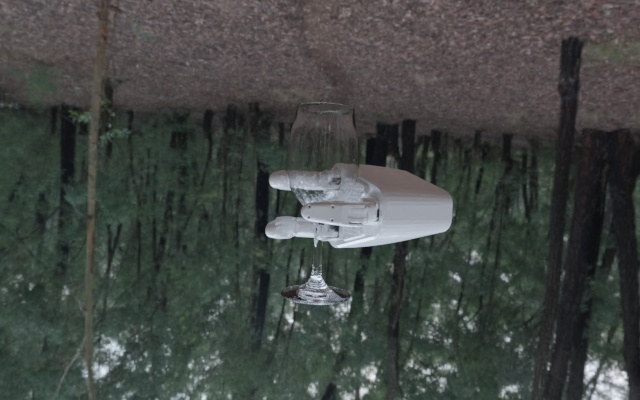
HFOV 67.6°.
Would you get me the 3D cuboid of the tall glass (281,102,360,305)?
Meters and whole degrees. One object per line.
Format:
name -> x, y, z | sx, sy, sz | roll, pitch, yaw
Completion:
tall glass -> 0.000, 0.002, 0.504 | 0.079, 0.201, 0.079 | 3, 4, 0
